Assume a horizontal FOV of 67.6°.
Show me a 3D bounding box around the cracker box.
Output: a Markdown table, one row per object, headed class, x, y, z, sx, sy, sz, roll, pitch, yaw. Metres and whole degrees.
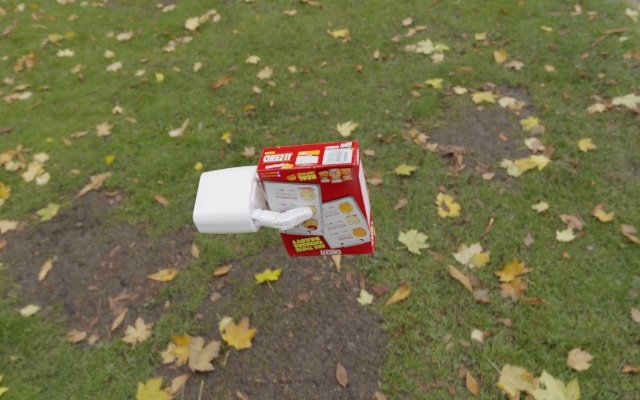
| class | x | y | z | sx | sy | sz | roll | pitch | yaw |
| --- | --- | --- | --- | --- | --- | --- | --- | --- | --- |
| cracker box | 0.000 | 0.003 | 0.829 | 0.164 | 0.214 | 0.072 | -4 | 44 | 14 |
